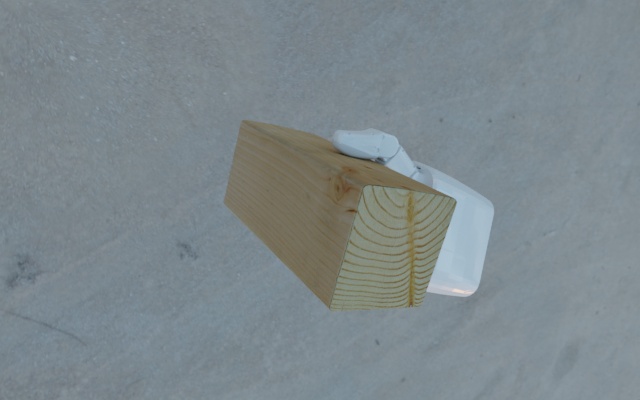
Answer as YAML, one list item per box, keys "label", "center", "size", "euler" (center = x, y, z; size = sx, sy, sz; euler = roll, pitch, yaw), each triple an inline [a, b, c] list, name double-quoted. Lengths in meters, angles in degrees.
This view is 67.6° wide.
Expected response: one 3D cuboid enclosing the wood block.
- label: "wood block"
  center: [0.001, 0.001, 0.410]
  size: [0.090, 0.091, 0.206]
  euler: [7, 16, -34]
